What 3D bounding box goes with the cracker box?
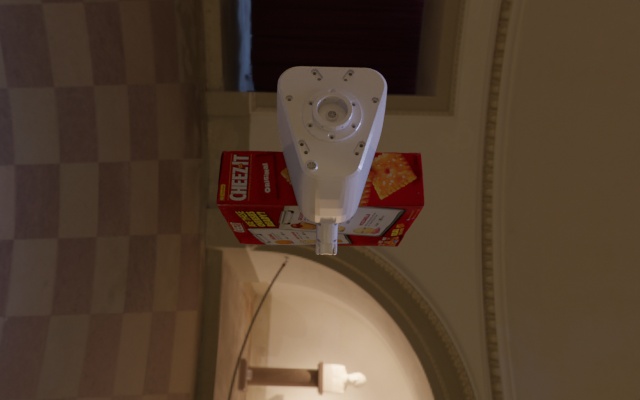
[{"bbox_3d":[0.000,0.002,0.568,0.214,0.072,0.164,1,-20,0],"label":"cracker box"}]
